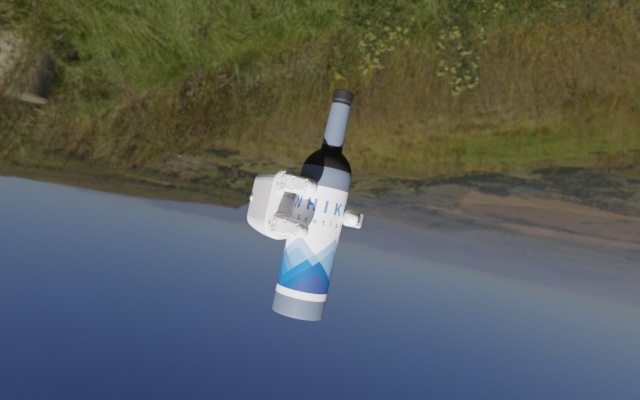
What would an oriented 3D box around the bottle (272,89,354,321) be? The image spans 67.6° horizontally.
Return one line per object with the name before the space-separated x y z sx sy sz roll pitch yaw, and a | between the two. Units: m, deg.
bottle | 0.000 0.002 0.623 0.069 0.295 0.069 12 -2 0
